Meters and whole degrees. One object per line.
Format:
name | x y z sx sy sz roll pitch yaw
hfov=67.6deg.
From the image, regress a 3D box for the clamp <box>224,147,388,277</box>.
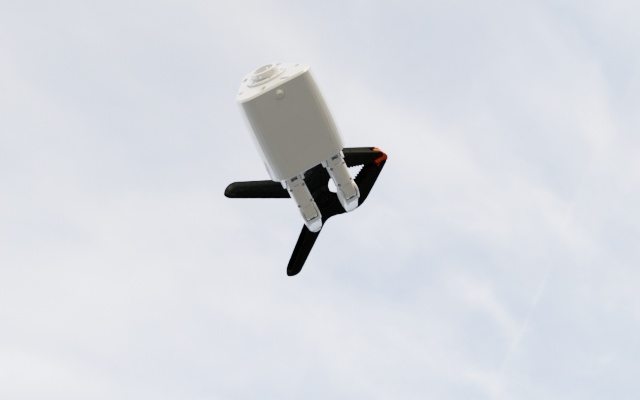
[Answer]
clamp | 0.000 0.001 0.639 0.210 0.165 0.036 -28 30 -5
